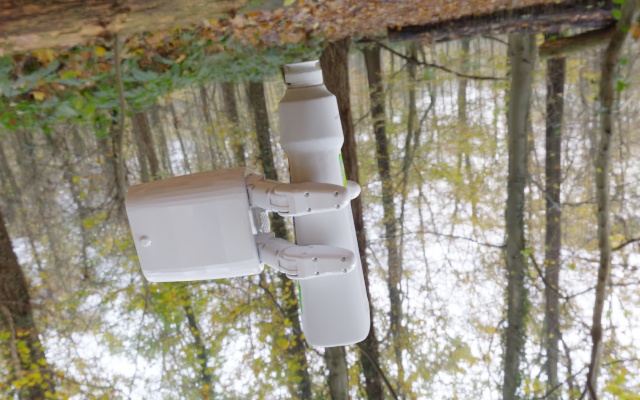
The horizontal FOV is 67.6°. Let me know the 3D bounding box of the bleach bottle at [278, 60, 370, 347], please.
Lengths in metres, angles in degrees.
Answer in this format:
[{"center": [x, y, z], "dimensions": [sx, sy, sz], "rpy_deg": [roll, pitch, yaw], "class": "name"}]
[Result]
[{"center": [0.000, 0.002, 0.441], "dimensions": [0.068, 0.251, 0.102], "rpy_deg": [-7, 17, 1], "class": "bleach bottle"}]
